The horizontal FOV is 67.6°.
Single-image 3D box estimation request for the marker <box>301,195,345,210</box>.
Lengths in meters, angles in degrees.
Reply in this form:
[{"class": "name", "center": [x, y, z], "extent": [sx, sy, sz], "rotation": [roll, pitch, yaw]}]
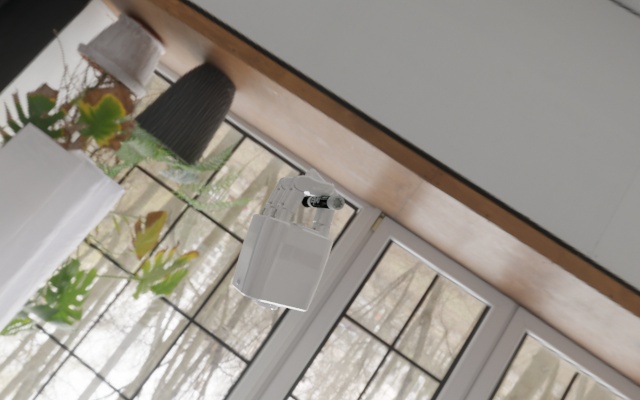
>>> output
[{"class": "marker", "center": [0.000, 0.002, 0.657], "extent": [0.020, 0.020, 0.121], "rotation": [0, 1, -22]}]
